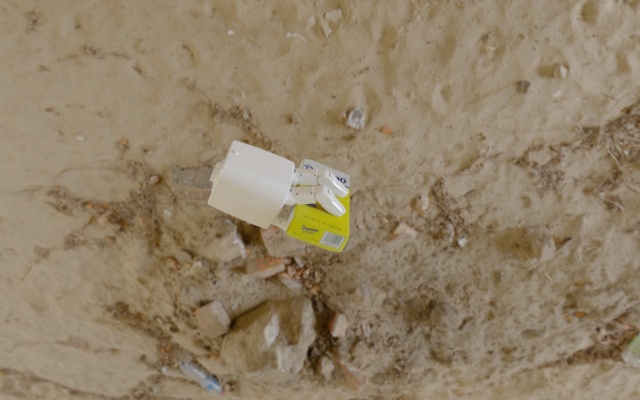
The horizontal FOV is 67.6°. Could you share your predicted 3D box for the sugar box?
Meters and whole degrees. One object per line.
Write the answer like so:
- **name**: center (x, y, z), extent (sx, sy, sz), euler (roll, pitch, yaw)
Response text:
- **sugar box**: center (0.000, 0.002, 0.794), extent (0.093, 0.048, 0.176), euler (21, 37, -12)
